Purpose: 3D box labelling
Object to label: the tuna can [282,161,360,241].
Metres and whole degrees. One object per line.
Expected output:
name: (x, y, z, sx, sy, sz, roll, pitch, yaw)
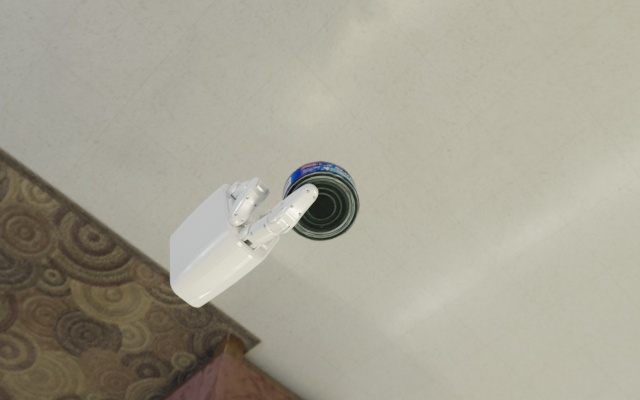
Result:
tuna can: (0.000, 0.002, 0.532, 0.086, 0.086, 0.033, 0, 23, -3)
